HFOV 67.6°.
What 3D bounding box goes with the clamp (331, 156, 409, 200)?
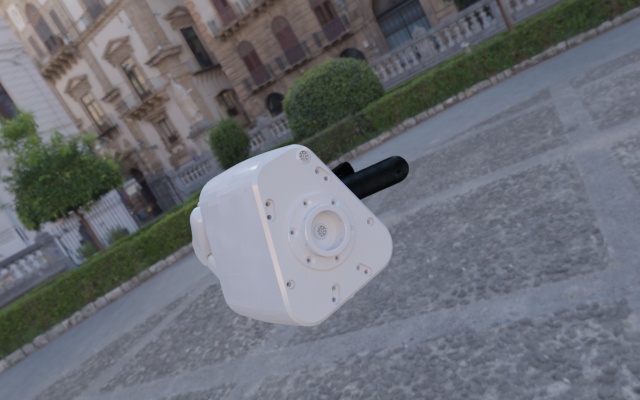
[{"bbox_3d":[0.000,0.001,0.452,0.171,0.039,0.120,-35,9,-29],"label":"clamp"}]
